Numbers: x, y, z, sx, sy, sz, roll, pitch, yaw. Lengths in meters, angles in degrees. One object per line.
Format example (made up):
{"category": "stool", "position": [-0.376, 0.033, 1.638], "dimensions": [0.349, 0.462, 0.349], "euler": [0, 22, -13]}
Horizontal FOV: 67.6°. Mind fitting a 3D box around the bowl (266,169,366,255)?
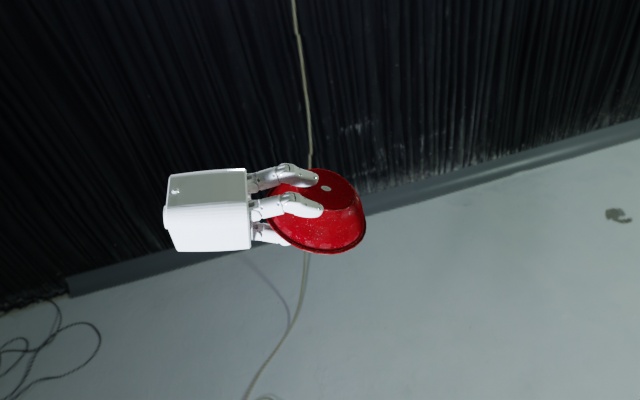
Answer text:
{"category": "bowl", "position": [0.001, 0.002, 0.713], "dimensions": [0.162, 0.055, 0.162], "euler": [12, 41, -10]}
